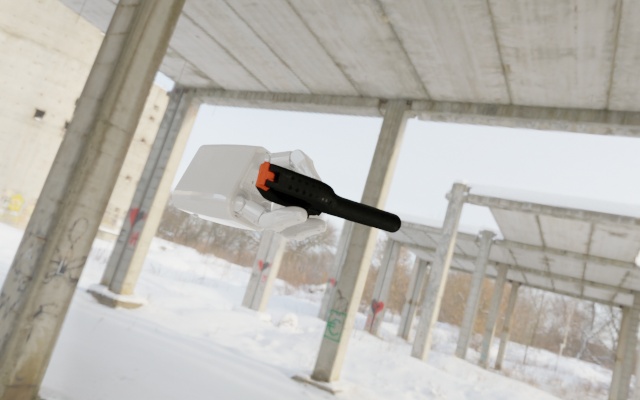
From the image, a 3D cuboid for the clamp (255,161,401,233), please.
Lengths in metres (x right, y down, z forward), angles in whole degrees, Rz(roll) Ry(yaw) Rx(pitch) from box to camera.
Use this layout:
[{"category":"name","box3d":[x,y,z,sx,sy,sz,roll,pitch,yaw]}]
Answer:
[{"category":"clamp","box3d":[0.000,0.001,0.600,0.164,0.036,0.210,4,-15,28]}]
